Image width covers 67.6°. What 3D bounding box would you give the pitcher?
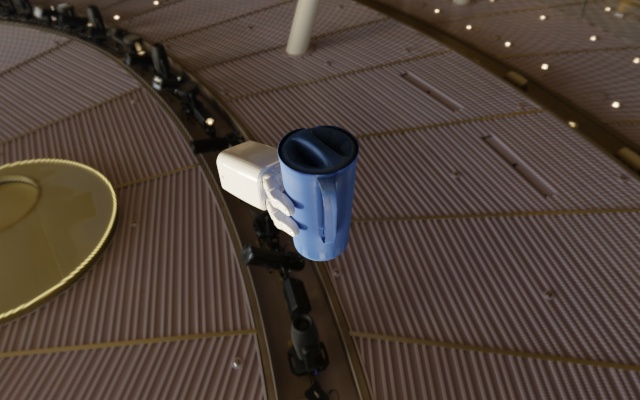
[{"bbox_3d":[0.000,0.003,0.850,0.145,0.243,0.149,23,50,24],"label":"pitcher"}]
